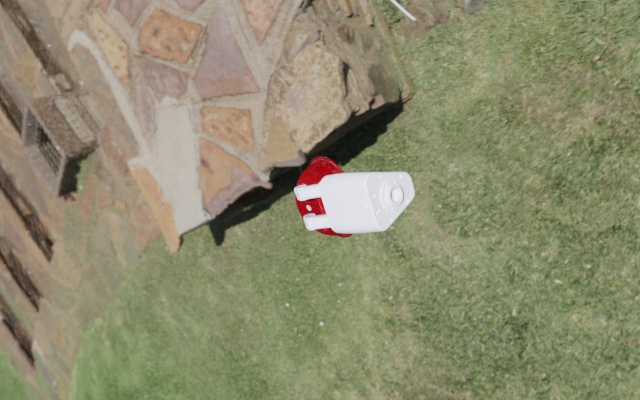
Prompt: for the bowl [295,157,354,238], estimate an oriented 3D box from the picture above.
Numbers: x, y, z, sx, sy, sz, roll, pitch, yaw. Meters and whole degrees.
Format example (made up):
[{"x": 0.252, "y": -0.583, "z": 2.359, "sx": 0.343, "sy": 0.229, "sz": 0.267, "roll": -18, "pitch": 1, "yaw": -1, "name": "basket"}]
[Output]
[{"x": -0.001, "y": 0.003, "z": 0.887, "sx": 0.055, "sy": 0.162, "sz": 0.162, "roll": -23, "pitch": 11, "yaw": -28, "name": "bowl"}]
